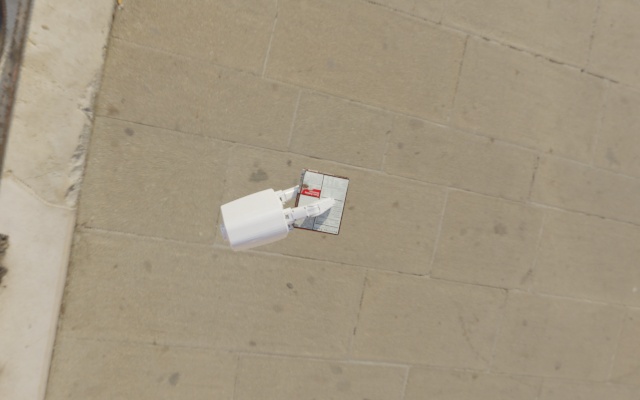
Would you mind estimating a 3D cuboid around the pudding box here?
[{"bbox_3d":[0.000,0.003,0.899,0.090,0.113,0.039,11,5,-10],"label":"pudding box"}]
